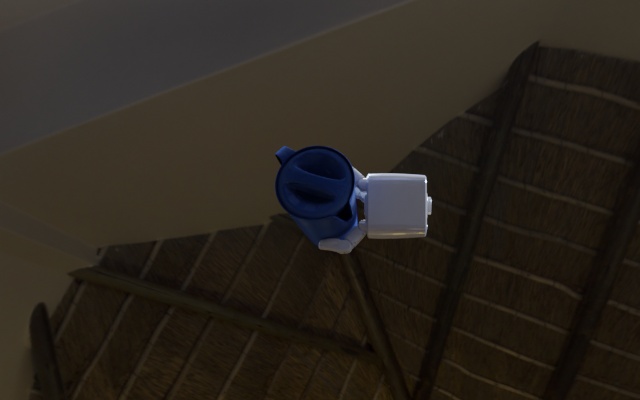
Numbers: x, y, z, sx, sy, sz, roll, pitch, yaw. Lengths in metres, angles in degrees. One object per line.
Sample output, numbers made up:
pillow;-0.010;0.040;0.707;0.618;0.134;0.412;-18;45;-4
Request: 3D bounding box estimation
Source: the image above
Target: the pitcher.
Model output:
pitcher;0.000;0.003;0.888;0.145;0.149;0.243;-1;-21;8
